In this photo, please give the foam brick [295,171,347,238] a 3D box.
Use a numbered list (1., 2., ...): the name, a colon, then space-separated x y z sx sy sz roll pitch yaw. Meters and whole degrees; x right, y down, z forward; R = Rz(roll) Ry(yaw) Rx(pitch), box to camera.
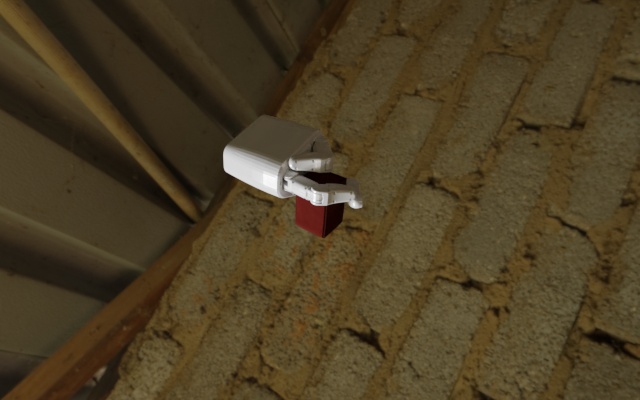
1. foam brick: 0.000 0.003 0.678 0.051 0.078 0.053 21 35 26
